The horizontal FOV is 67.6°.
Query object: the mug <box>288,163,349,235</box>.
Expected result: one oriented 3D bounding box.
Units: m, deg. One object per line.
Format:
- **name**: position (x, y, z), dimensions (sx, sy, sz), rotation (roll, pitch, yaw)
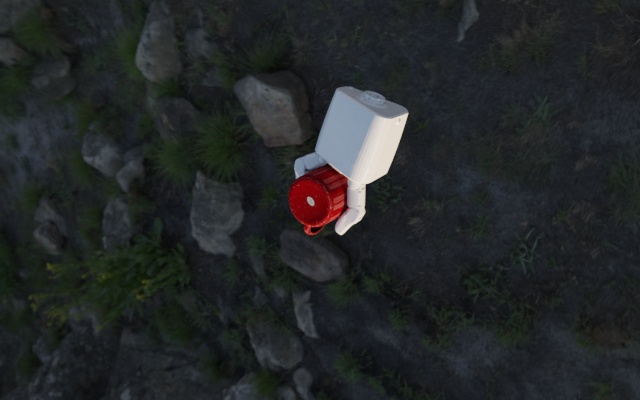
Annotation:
- **mug**: position (0.000, 0.004, 0.750), dimensions (0.093, 0.117, 0.081), rotation (31, 29, 22)
